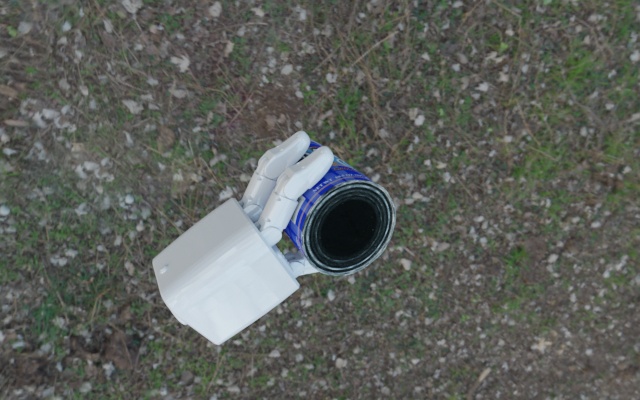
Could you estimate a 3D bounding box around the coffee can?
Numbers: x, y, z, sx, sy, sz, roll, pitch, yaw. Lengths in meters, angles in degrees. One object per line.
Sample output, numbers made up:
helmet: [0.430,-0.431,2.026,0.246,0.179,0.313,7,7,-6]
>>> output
coffee can: [0.000,0.002,0.515,0.103,0.103,0.140,0,22,-27]
